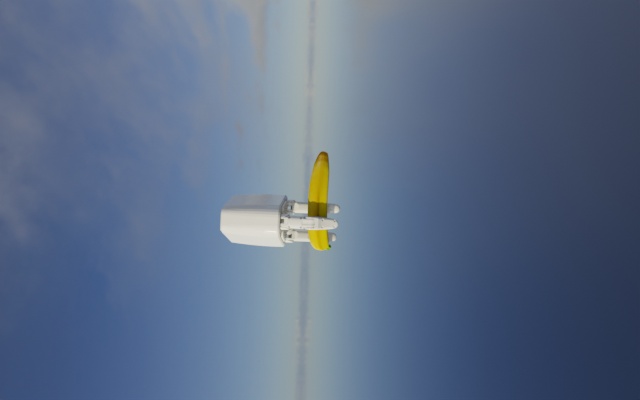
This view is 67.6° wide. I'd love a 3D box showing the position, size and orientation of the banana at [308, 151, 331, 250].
[{"bbox_3d":[-0.003,0.012,0.871,0.037,0.198,0.069,3,20,9],"label":"banana"}]
